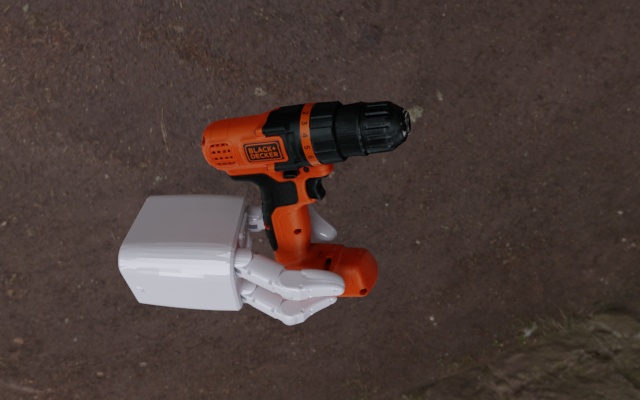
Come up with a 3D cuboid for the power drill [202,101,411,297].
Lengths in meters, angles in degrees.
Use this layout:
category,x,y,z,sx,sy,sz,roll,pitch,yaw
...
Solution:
category,x,y,z,sx,sy,sz,roll,pitch,yaw
power drill,0.000,0.002,0.437,0.184,0.188,0.057,-2,31,23
